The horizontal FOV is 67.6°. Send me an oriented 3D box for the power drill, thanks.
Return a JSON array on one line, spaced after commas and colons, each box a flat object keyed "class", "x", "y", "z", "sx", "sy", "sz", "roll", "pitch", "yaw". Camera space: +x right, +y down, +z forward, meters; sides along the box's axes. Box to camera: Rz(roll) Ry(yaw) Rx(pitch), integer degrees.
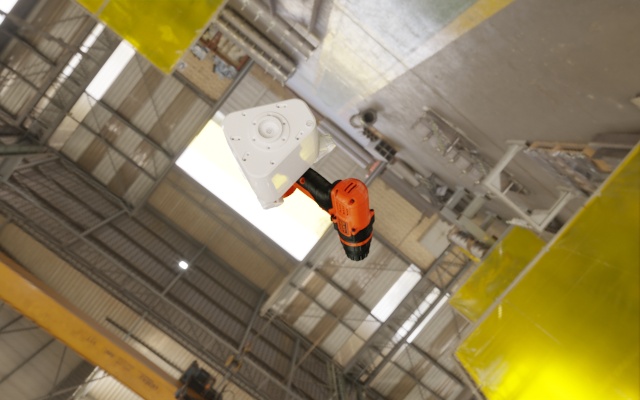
[{"class": "power drill", "x": 0.000, "y": 0.002, "z": 0.730, "sx": 0.187, "sy": 0.057, "sz": 0.185, "roll": 31, "pitch": -27, "yaw": 26}]
